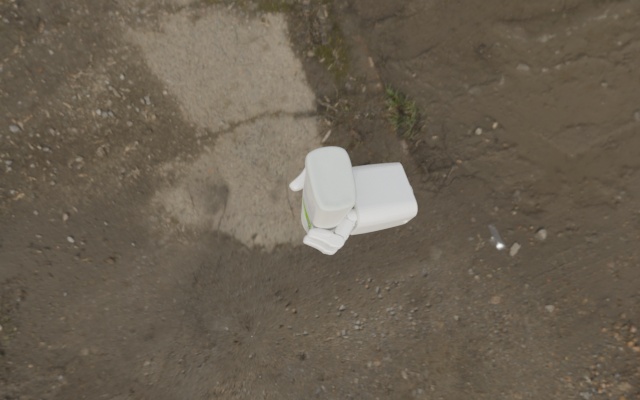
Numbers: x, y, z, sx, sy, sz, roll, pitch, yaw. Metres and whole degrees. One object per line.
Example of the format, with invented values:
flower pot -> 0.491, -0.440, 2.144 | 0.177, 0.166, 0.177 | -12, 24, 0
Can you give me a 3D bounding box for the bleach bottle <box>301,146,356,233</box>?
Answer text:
bleach bottle -> 0.000, 0.003, 0.804 | 0.068, 0.102, 0.251 | -9, -14, -11
